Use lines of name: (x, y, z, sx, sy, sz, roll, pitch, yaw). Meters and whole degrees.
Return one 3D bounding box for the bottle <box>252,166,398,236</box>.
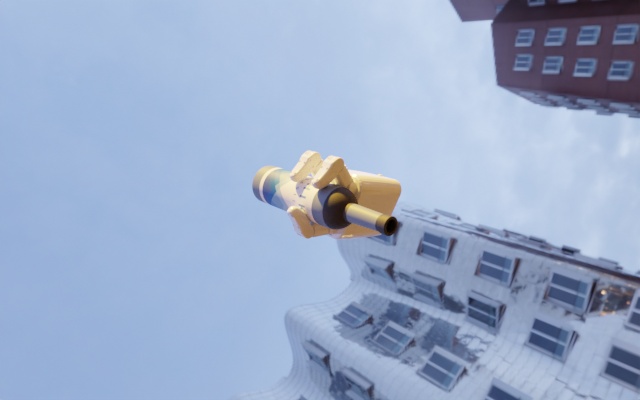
bottle: (0.000, 0.002, 0.742, 0.069, 0.069, 0.295, 0, 13, -41)
